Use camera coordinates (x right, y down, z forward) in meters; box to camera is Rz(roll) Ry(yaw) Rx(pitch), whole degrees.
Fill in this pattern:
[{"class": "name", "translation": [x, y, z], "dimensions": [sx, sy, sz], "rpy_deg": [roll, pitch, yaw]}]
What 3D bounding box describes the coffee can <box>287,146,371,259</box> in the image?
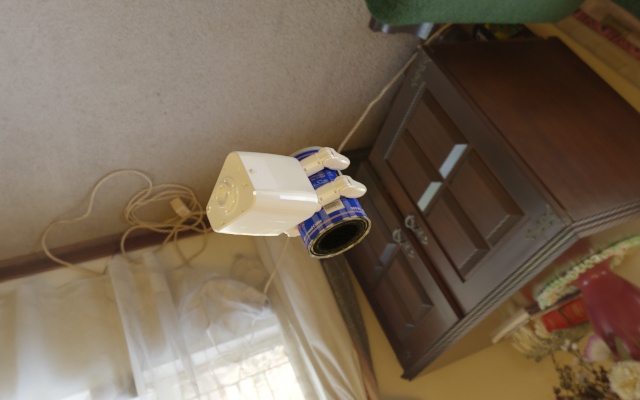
[{"class": "coffee can", "translation": [0.000, 0.002, 0.732], "dimensions": [0.103, 0.140, 0.103], "rpy_deg": [-21, -30, -13]}]
